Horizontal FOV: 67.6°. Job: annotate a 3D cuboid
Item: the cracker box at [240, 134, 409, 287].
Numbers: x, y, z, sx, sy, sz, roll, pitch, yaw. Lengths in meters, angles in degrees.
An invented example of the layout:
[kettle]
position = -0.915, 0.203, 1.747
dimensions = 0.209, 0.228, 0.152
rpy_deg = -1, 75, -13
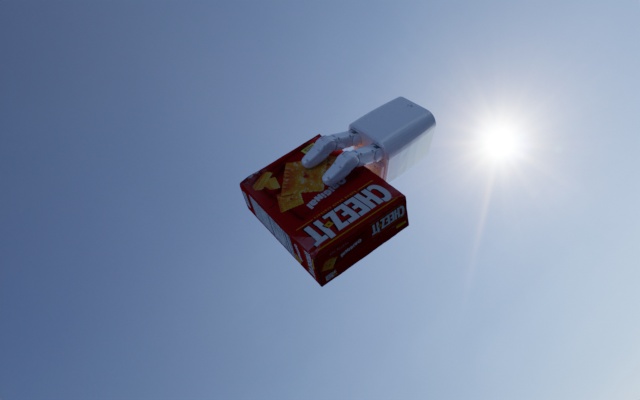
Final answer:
[cracker box]
position = 0.000, 0.002, 0.721
dimensions = 0.164, 0.072, 0.213
rpy_deg = -33, 46, -18
